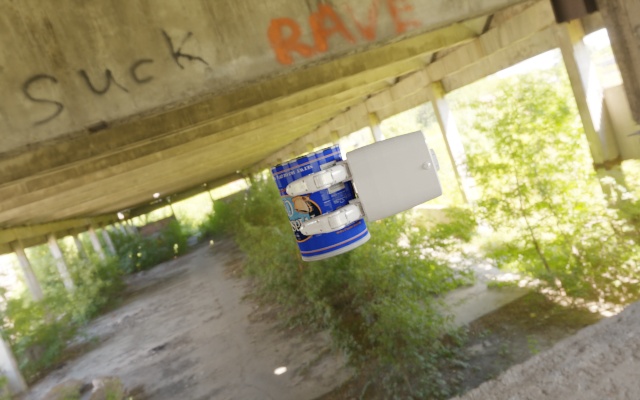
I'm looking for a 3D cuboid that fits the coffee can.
[{"bbox_3d":[0.000,0.002,0.677,0.103,0.140,0.103,-19,5,2],"label":"coffee can"}]
